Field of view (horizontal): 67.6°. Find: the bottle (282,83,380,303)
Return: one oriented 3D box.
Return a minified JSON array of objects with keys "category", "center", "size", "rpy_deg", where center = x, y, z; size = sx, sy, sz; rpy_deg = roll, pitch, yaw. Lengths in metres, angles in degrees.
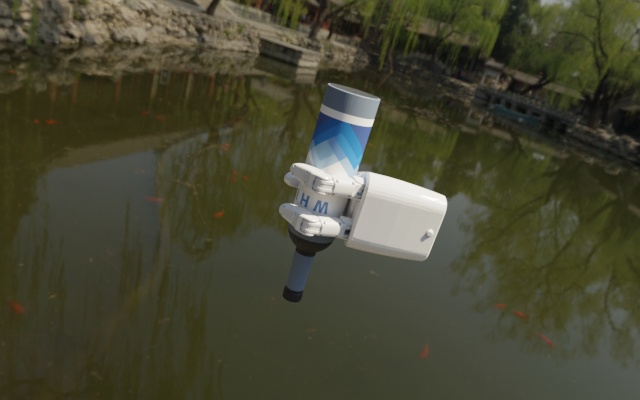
[{"category":"bottle","center":[0.000,0.002,0.621],"size":[0.069,0.296,0.069],"rpy_deg":[15,19,-5]}]
